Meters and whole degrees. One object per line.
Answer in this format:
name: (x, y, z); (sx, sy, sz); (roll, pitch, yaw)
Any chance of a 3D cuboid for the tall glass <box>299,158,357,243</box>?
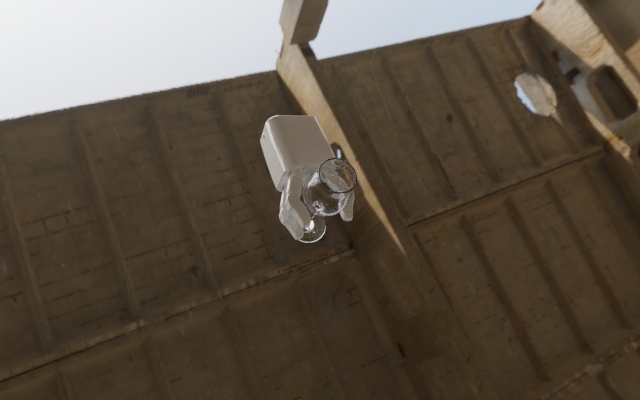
tall glass: (0.000, 0.003, 0.813); (0.079, 0.079, 0.201); (0, -24, -17)
